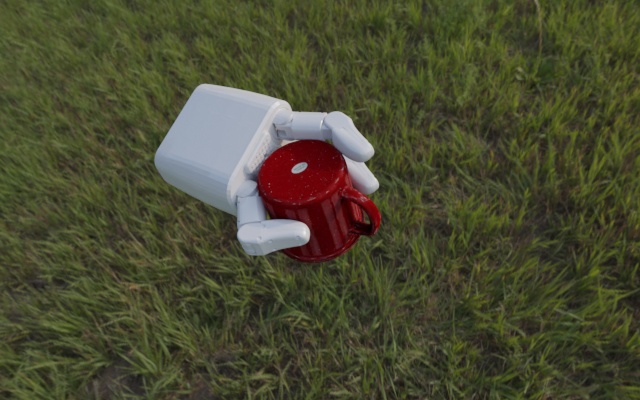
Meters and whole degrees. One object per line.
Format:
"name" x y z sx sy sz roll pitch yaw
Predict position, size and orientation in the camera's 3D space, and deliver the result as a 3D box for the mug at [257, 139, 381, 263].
"mug" 0.001 0.002 0.439 0.117 0.093 0.082 19 -32 28
